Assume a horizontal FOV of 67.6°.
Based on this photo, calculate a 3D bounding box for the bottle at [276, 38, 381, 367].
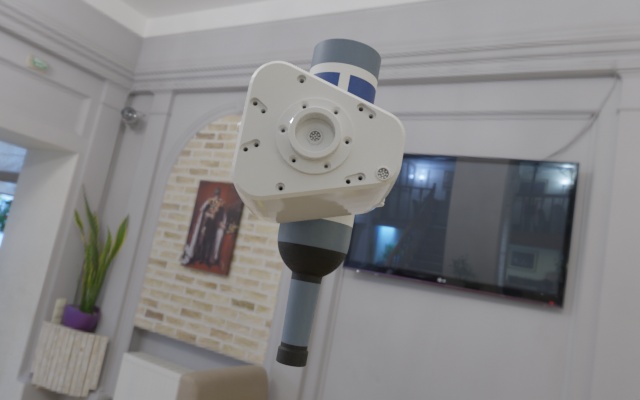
[{"bbox_3d":[0.000,0.001,0.445,0.069,0.295,0.069,10,-8,1],"label":"bottle"}]
